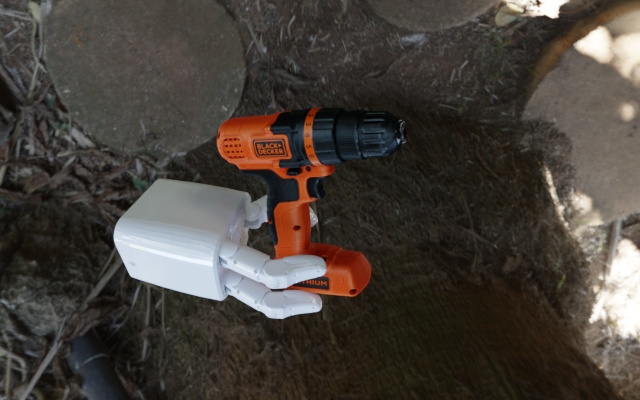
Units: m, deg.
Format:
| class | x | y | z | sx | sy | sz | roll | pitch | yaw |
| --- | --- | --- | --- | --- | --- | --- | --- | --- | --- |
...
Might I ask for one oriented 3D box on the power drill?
| class | x | y | z | sx | sy | sz | roll | pitch | yaw |
| --- | --- | --- | --- | --- | --- | --- | --- | --- | --- |
| power drill | 0.000 | 0.002 | 0.467 | 0.184 | 0.188 | 0.057 | 2 | 27 | 27 |
